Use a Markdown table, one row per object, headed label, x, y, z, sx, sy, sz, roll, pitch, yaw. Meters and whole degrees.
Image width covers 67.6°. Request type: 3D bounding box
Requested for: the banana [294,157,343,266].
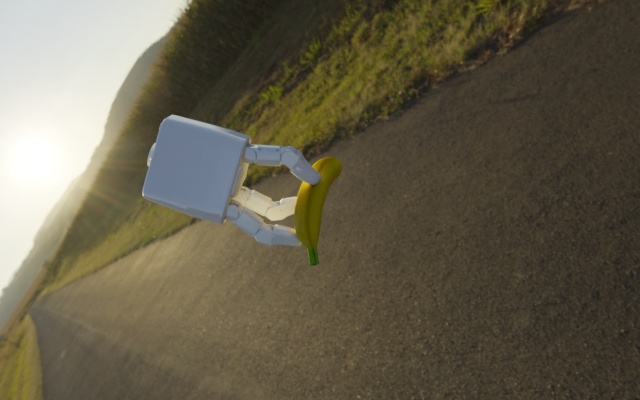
| label | x | y | z | sx | sy | sz | roll | pitch | yaw |
| --- | --- | --- | --- | --- | --- | --- | --- | --- | --- |
| banana | -0.003 | -0.009 | 0.649 | 0.037 | 0.070 | 0.197 | 3 | 45 | 15 |
